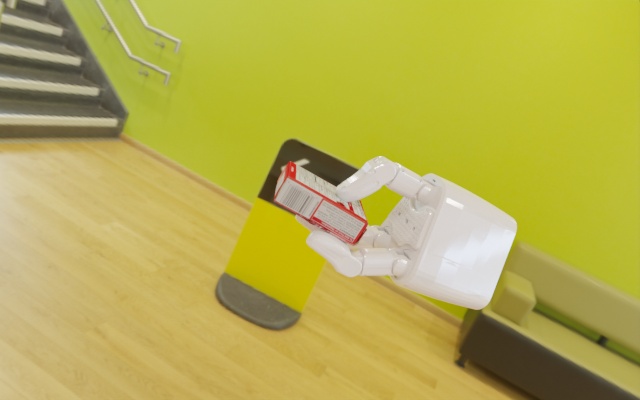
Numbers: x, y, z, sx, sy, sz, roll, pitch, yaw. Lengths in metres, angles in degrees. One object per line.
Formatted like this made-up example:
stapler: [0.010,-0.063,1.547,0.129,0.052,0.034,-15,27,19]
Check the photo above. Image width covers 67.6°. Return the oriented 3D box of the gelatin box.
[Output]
gelatin box: [0.000,0.001,0.464,0.089,0.030,0.073,30,13,-10]
